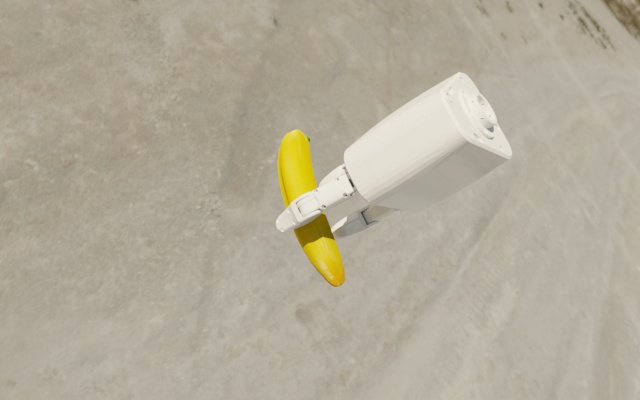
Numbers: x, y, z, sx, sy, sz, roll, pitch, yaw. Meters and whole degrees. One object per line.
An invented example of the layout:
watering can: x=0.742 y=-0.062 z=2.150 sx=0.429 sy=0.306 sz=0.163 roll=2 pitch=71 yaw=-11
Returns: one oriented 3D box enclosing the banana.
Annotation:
banana: x=-0.013 y=-0.006 z=0.510 sx=0.037 sy=0.197 sz=0.070 roll=-31 pitch=-35 yaw=31
